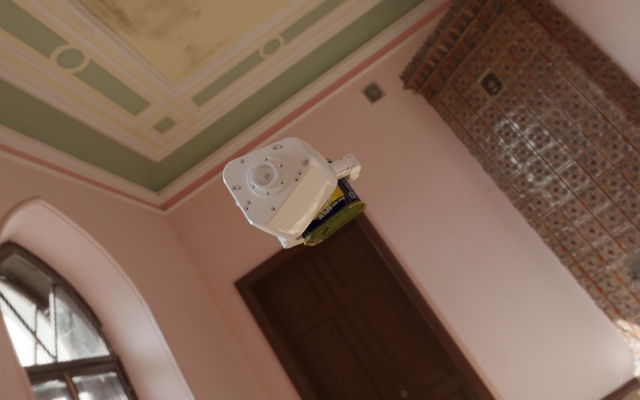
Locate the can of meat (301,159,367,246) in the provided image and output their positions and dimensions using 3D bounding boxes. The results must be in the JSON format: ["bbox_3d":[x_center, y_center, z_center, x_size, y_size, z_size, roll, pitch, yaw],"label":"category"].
[{"bbox_3d":[0.000,0.002,0.688,0.102,0.084,0.057,-37,-18,10],"label":"can of meat"}]
